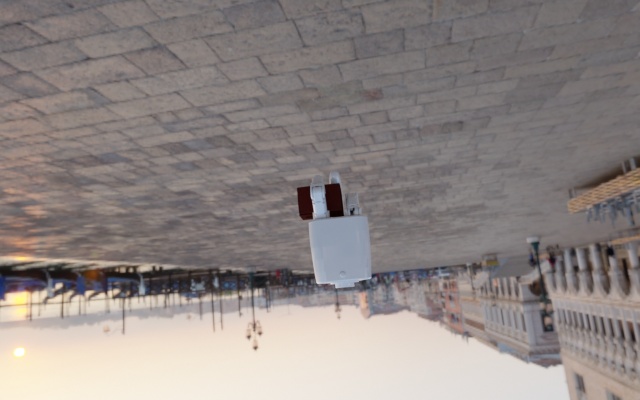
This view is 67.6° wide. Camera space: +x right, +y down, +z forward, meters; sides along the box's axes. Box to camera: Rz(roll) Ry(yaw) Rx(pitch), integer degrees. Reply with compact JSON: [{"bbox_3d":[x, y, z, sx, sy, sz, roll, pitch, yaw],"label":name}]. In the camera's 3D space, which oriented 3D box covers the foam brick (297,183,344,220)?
[{"bbox_3d":[0.000,0.003,0.842,0.078,0.051,0.053,-6,-11,4],"label":"foam brick"}]
